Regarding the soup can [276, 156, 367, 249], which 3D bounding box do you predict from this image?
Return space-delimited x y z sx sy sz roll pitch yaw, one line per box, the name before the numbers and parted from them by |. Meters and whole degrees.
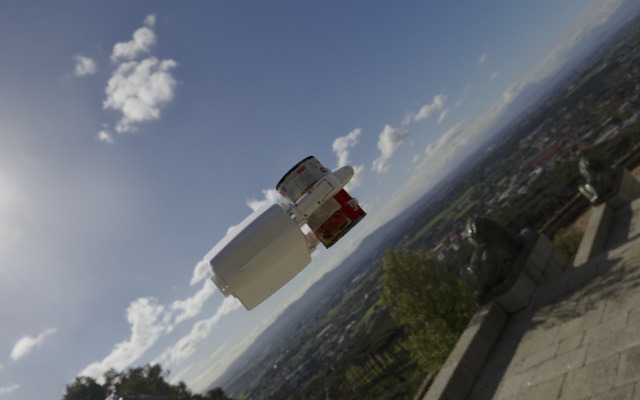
soup can | 0.000 0.001 0.607 0.068 0.102 0.068 -41 -7 -6
